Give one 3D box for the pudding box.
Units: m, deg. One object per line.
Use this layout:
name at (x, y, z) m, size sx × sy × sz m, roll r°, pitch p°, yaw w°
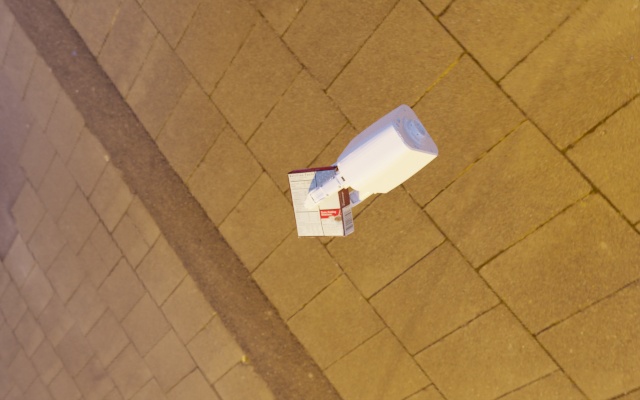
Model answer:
pudding box at (0.000, 0.003, 0.769) m, size 0.090 × 0.113 × 0.039 m, roll -3°, pitch 10°, yaw 29°
